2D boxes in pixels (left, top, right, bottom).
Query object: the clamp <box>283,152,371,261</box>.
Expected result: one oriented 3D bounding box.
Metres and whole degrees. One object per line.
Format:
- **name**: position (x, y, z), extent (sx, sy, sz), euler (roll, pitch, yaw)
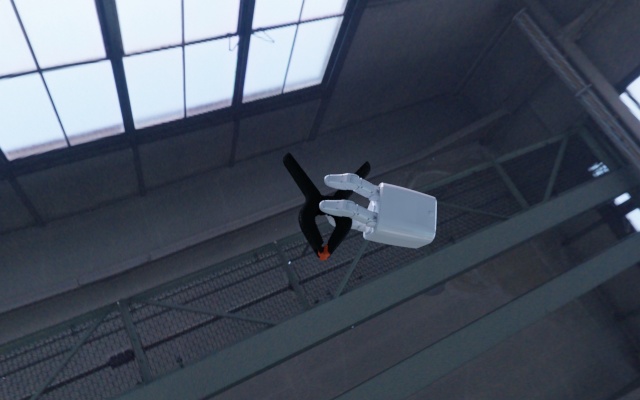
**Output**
- **clamp**: position (0.000, 0.004, 0.852), extent (0.164, 0.209, 0.036), euler (11, -30, -2)
